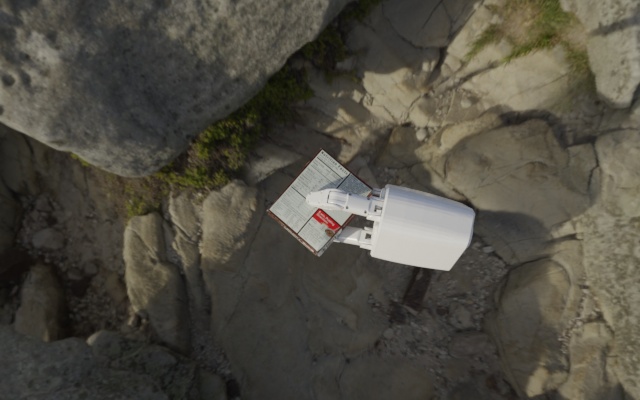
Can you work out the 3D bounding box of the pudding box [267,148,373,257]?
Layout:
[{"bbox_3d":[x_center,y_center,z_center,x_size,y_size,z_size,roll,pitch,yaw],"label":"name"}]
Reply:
[{"bbox_3d":[0.000,0.002,0.623,0.090,0.113,0.039,40,-7,9],"label":"pudding box"}]
